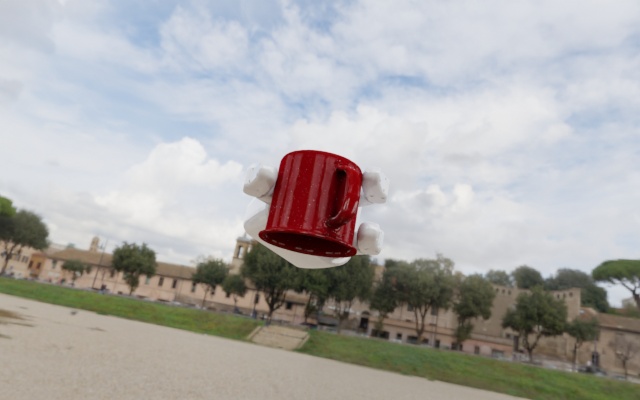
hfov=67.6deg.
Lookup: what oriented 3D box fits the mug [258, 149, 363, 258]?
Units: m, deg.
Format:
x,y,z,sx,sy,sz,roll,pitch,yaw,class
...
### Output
x,y,z,sx,sy,sz,roll,pitch,yaw,class
0.001,0.001,0.441,0.093,0.081,0.117,18,-18,-22,mug
